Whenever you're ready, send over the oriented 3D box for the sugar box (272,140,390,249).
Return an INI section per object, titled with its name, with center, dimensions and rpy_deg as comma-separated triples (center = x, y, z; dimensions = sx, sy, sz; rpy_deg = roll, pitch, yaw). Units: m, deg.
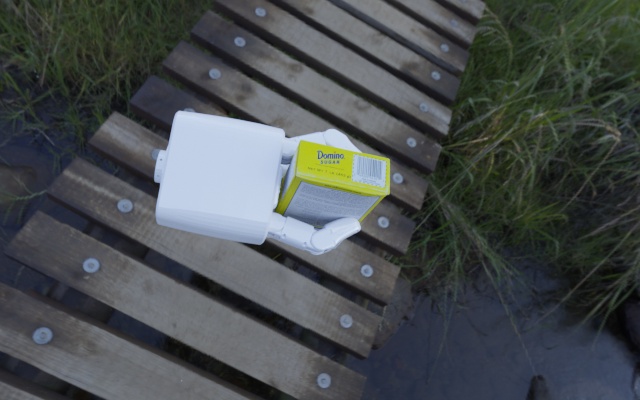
[sugar box]
center = 0.000, 0.001, 0.521
dimensions = 0.093, 0.048, 0.176
rpy_deg = 12, -23, -12
